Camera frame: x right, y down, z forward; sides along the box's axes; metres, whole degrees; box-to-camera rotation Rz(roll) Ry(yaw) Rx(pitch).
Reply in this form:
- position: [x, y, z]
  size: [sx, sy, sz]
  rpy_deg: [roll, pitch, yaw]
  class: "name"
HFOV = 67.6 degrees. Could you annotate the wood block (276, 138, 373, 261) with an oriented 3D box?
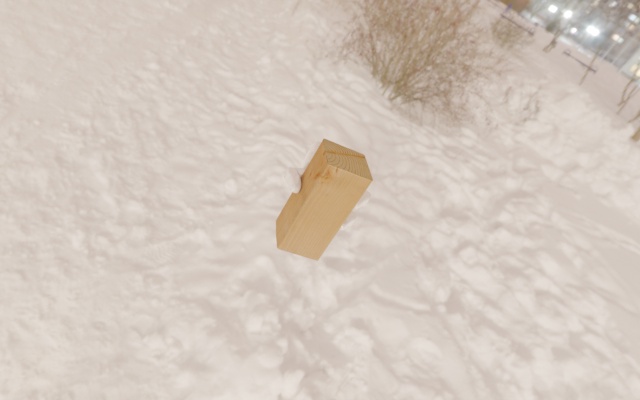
- position: [0.000, 0.002, 0.889]
  size: [0.091, 0.206, 0.090]
  rpy_deg: [20, 32, -20]
  class: "wood block"
